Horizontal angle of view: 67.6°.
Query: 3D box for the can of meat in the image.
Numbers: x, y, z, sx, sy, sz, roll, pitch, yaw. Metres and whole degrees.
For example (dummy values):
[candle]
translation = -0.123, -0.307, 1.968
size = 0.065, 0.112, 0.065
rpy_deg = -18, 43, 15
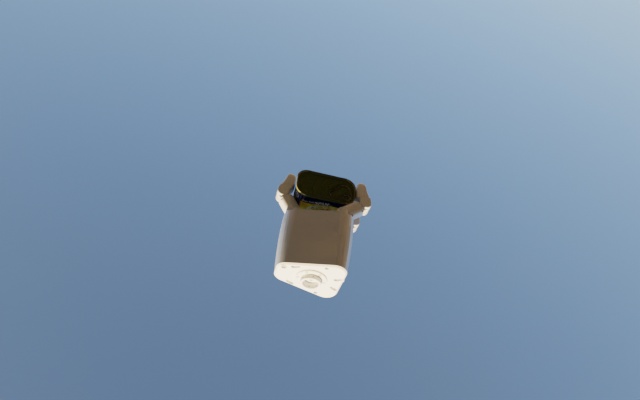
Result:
[can of meat]
translation = 0.000, 0.003, 0.825
size = 0.102, 0.057, 0.084
rpy_deg = 12, -42, -8
